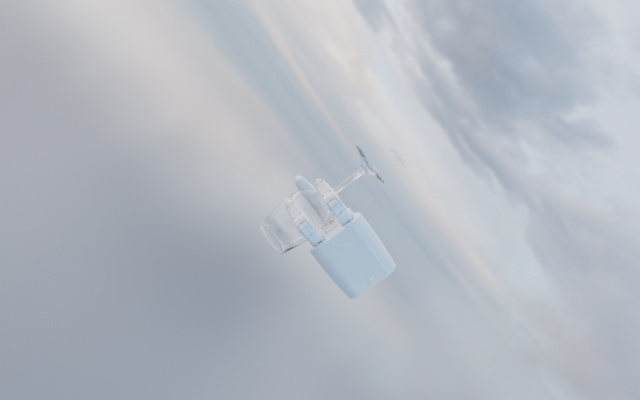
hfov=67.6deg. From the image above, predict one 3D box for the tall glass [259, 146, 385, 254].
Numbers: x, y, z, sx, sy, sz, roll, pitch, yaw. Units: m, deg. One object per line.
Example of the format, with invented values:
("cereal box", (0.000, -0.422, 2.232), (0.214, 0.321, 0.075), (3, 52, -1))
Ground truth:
("tall glass", (0.001, 0.002, 0.760), (0.201, 0.079, 0.079), (-36, -3, 4))
